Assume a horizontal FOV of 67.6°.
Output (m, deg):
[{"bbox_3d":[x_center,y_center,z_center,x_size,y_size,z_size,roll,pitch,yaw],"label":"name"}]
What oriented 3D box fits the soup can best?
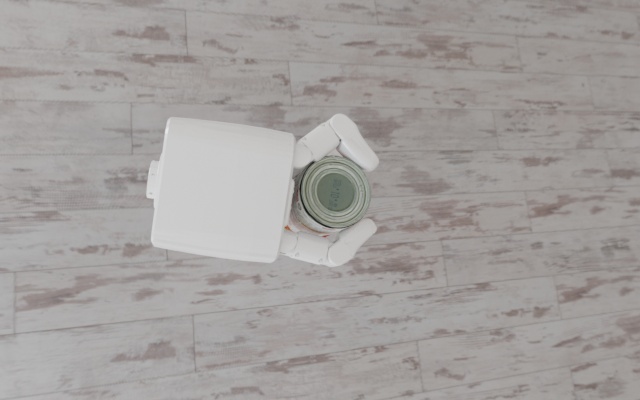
[{"bbox_3d":[0.001,0.002,0.464,0.068,0.068,0.102,0,-11,-17],"label":"soup can"}]
